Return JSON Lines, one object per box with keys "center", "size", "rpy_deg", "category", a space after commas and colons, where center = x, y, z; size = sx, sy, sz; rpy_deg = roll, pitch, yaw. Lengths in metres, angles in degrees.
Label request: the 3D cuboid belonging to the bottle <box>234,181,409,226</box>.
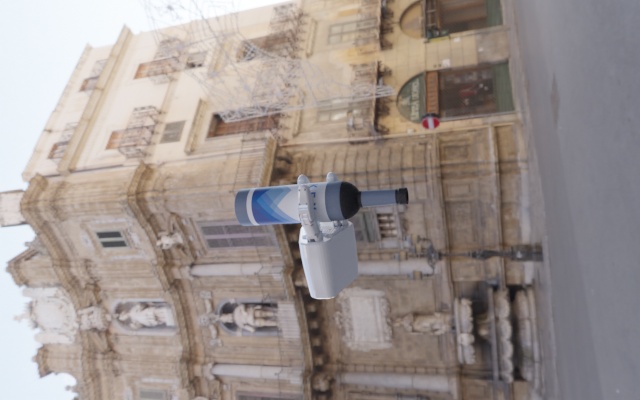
{"center": [0.000, 0.003, 0.811], "size": [0.296, 0.069, 0.069], "rpy_deg": [-4, -1, 19], "category": "bottle"}
